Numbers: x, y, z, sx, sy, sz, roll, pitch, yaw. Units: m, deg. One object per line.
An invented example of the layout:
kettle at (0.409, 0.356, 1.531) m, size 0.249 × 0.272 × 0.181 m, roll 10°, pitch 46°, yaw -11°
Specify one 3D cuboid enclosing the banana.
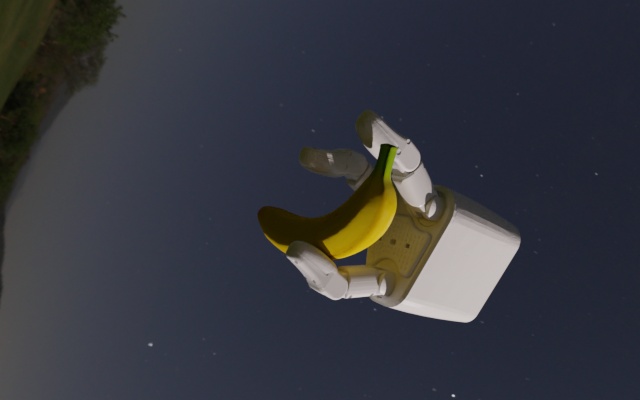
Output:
banana at (0.001, 0.018, 0.402) m, size 0.037 × 0.069 × 0.198 m, roll 16°, pitch -24°, yaw -33°
